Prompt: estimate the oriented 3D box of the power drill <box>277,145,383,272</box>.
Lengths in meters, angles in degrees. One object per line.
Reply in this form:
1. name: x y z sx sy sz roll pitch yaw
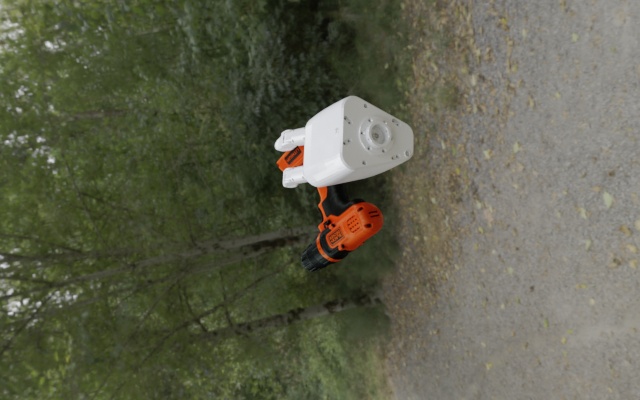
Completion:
1. power drill: 0.000 0.002 0.738 0.057 0.187 0.184 -11 -21 -42
